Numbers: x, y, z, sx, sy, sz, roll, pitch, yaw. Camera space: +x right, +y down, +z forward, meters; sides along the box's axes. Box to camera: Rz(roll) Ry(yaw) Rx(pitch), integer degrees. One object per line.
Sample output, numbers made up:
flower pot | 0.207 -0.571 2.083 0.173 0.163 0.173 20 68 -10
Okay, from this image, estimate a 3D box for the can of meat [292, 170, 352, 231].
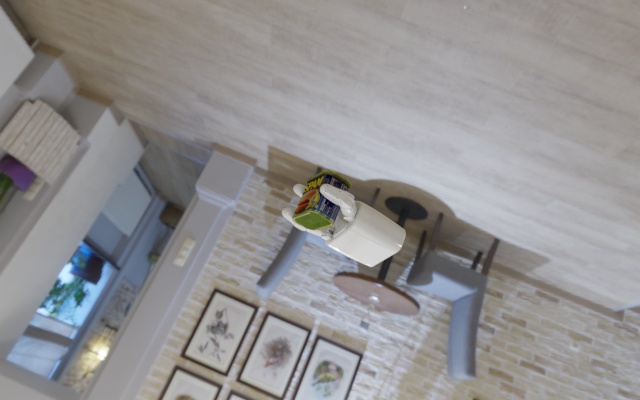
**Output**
can of meat | 0.000 0.003 0.851 0.057 0.084 0.102 31 -23 -19
